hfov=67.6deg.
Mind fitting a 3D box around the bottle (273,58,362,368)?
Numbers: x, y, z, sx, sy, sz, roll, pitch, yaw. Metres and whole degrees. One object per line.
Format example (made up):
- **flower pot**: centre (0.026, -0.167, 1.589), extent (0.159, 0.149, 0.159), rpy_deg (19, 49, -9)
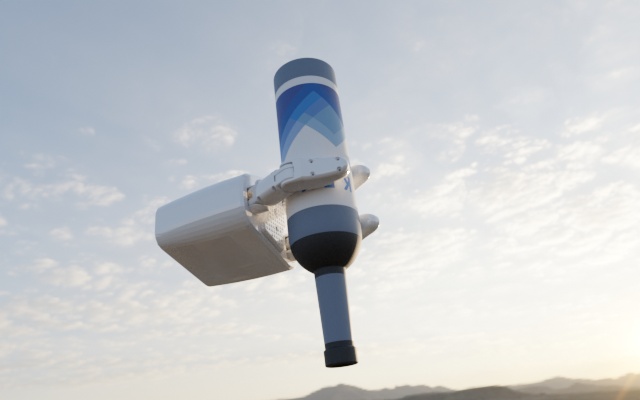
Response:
- **bottle**: centre (0.000, 0.001, 0.448), extent (0.069, 0.295, 0.069), rpy_deg (-6, -26, -3)
